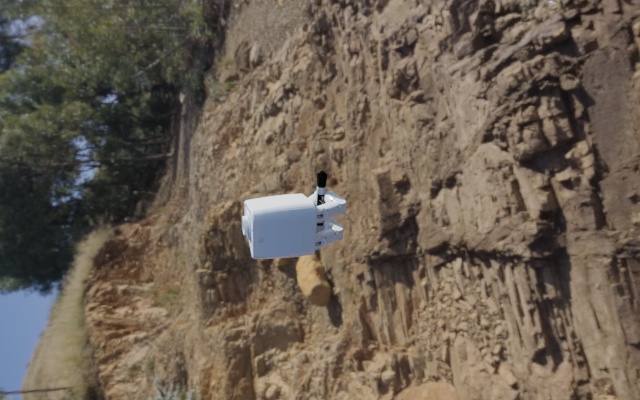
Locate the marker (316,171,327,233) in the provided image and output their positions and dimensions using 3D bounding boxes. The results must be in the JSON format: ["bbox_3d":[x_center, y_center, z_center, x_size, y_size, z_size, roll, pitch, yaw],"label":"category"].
[{"bbox_3d":[0.000,0.003,0.866,0.020,0.121,0.020,3,28,-1],"label":"marker"}]
